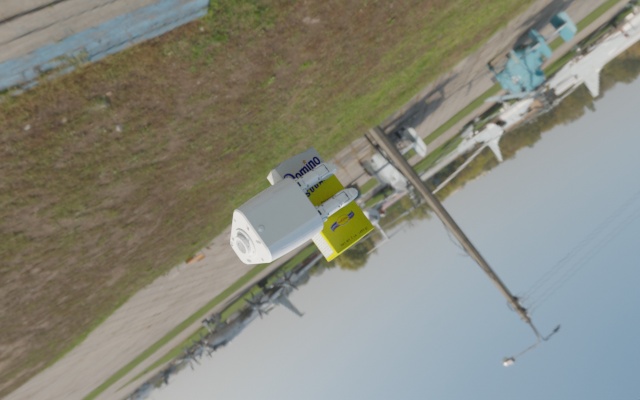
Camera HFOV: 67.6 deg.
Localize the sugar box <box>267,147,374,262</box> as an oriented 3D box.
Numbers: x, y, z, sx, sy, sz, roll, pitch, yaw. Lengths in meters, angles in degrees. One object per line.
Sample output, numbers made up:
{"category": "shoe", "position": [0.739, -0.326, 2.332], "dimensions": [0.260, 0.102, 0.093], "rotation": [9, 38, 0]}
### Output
{"category": "sugar box", "position": [0.000, 0.003, 0.796], "dimensions": [0.093, 0.176, 0.048], "rotation": [-32, -7, -34]}
